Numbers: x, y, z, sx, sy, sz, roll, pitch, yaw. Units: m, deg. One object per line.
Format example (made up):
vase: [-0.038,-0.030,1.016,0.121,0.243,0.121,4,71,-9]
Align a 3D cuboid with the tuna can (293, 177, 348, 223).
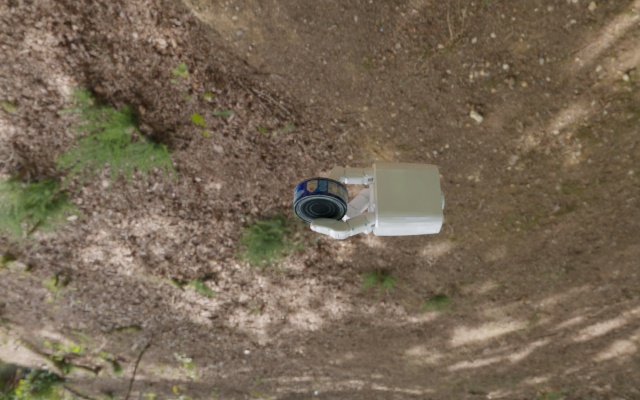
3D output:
tuna can: [0.000,0.003,0.747,0.086,0.033,0.086,2,-35,2]
